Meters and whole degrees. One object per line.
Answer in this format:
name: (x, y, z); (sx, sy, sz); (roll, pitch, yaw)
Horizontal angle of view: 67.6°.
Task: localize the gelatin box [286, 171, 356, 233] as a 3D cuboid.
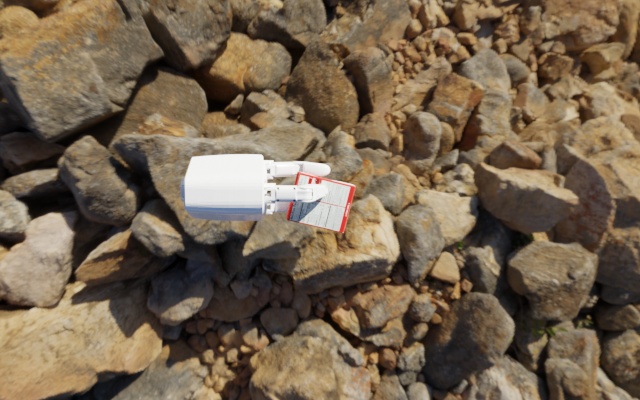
gelatin box: (0.000, 0.002, 0.709); (0.089, 0.073, 0.030); (13, 6, -5)
